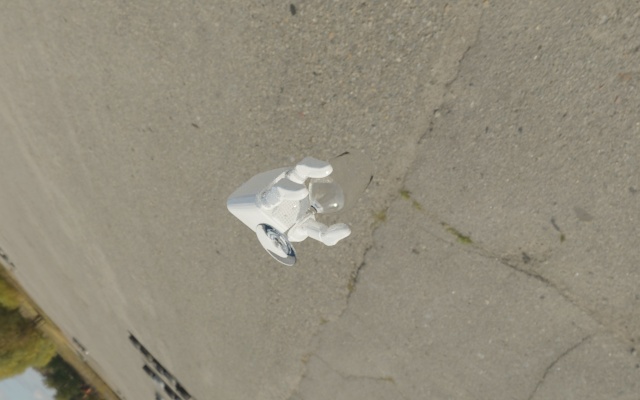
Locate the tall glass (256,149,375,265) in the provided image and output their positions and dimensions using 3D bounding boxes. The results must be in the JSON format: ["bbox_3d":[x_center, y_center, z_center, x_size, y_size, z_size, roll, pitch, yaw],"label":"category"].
[{"bbox_3d":[0.000,0.003,0.704,0.079,0.079,0.201,0,36,50],"label":"tall glass"}]
